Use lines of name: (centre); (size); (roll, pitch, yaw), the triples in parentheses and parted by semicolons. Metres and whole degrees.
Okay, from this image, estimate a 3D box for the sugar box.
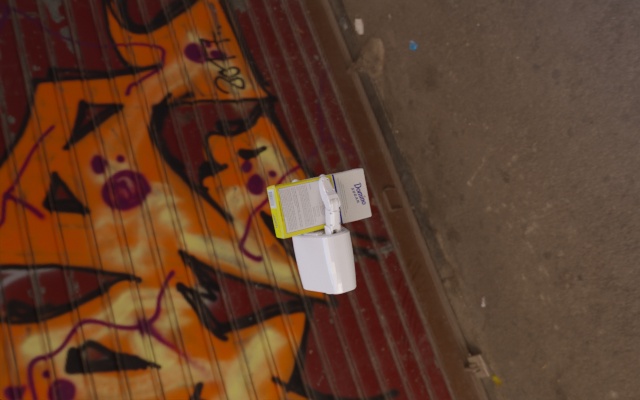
sugar box: (0.000, 0.003, 0.855); (0.176, 0.093, 0.048); (-12, 5, -25)
